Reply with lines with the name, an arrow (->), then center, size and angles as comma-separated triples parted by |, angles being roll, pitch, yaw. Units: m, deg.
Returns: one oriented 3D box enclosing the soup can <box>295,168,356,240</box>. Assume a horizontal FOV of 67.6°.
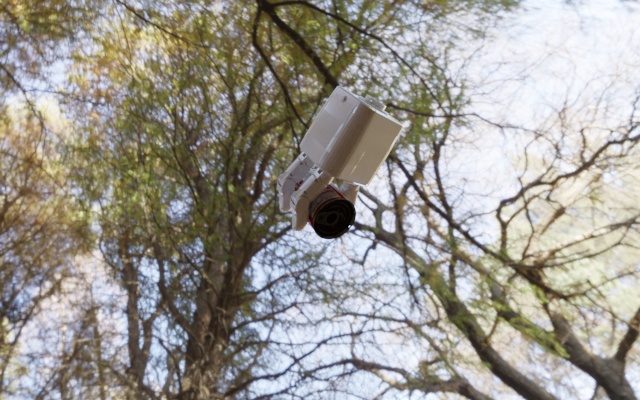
soup can -> 0.000, 0.003, 0.716 | 0.068, 0.068, 0.102 | 0, 30, -28
